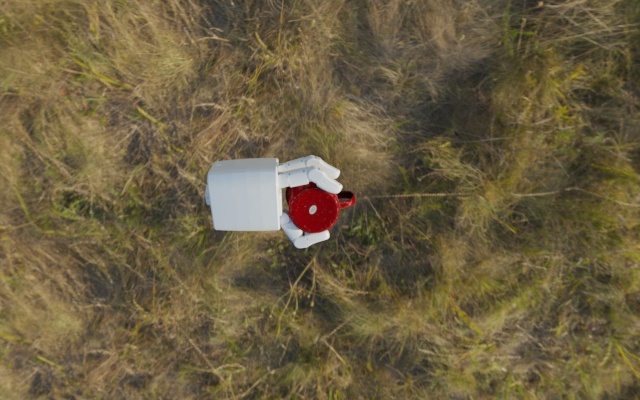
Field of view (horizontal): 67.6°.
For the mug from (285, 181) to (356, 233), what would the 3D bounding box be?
[{"bbox_3d":[0.002,0.003,0.790,0.117,0.093,0.081,-3,20,-2],"label":"mug"}]
